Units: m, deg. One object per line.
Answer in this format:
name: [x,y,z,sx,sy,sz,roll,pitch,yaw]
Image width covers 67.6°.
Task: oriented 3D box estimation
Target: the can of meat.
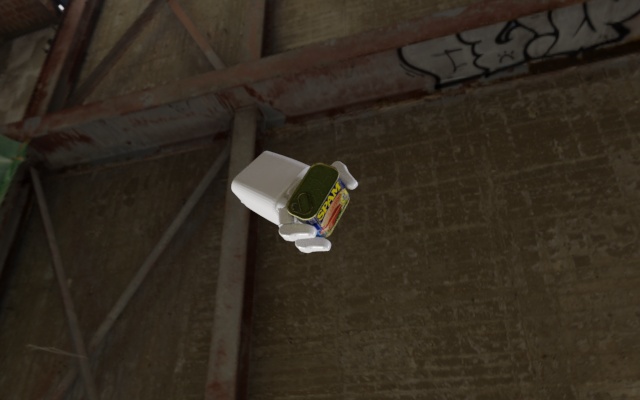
can of meat: [0.000,0.003,0.795,0.057,0.102,0.084,22,-19,29]
